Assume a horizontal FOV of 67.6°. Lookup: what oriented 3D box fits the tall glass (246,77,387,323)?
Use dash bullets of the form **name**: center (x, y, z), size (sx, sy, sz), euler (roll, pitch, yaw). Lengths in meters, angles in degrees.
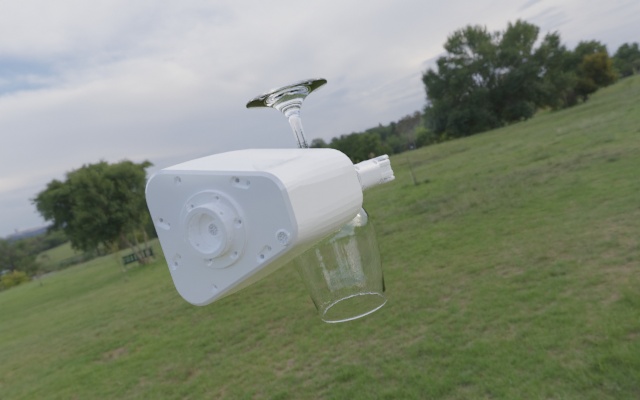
- **tall glass**: center (0.000, 0.001, 0.421), size (0.079, 0.201, 0.079), euler (-18, 3, 1)
